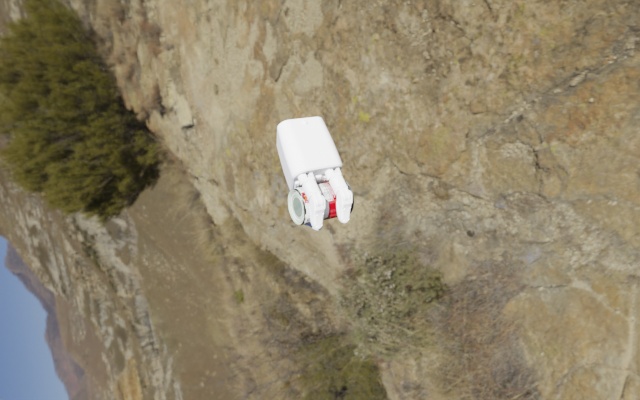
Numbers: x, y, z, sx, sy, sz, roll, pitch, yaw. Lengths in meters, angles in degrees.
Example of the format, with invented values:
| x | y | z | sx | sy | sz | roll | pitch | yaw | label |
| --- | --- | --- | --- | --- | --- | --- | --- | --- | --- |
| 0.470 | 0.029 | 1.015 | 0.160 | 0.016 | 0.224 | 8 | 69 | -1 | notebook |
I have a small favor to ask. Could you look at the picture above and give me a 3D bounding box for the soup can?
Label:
| x | y | z | sx | sy | sz | roll | pitch | yaw | label |
| --- | --- | --- | --- | --- | --- | --- | --- | --- | --- |
| 0.000 | 0.003 | 0.867 | 0.102 | 0.068 | 0.068 | -11 | 5 | -27 | soup can |
